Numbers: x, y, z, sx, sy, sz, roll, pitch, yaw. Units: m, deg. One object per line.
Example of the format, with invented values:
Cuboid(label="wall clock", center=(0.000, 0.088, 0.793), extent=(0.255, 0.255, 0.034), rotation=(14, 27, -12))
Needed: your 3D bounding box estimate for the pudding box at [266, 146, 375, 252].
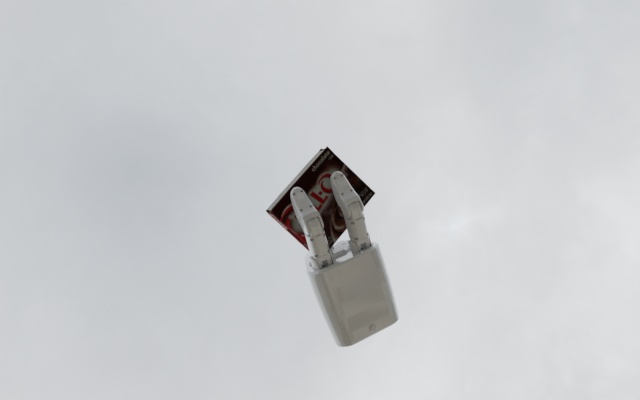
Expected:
Cuboid(label="pudding box", center=(0.000, 0.002, 0.612), extent=(0.090, 0.113, 0.039), rotation=(43, -13, -15))
